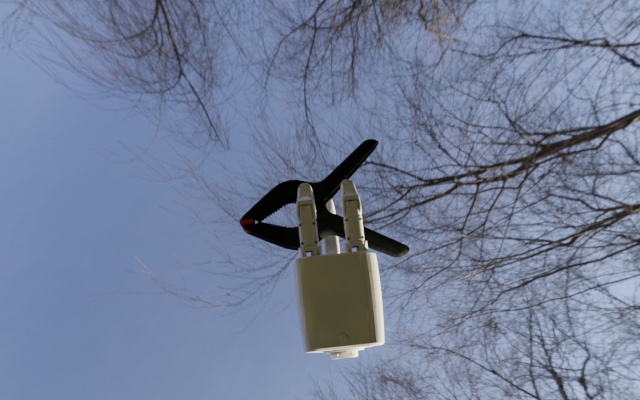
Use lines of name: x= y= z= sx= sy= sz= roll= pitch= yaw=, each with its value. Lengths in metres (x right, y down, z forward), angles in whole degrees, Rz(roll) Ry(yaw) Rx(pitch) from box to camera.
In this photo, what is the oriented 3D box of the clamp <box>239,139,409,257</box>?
clamp: x=0.000 y=0.003 z=0.624 sx=0.210 sy=0.164 sz=0.036 roll=-5 pitch=-20 yaw=-2
